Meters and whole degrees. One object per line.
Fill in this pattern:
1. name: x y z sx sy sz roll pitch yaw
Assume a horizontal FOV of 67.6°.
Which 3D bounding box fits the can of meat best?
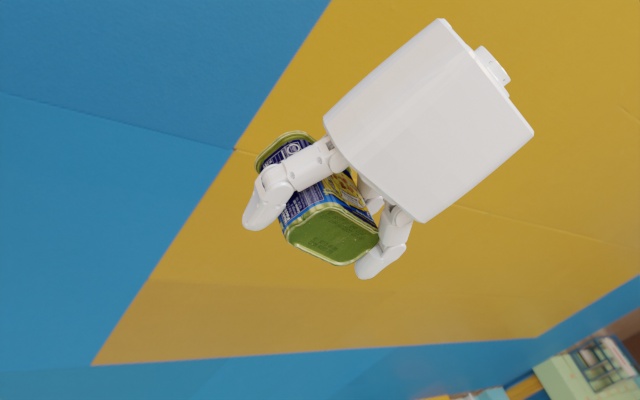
1. can of meat: 0.000 0.002 0.411 0.057 0.084 0.102 -38 -38 18
